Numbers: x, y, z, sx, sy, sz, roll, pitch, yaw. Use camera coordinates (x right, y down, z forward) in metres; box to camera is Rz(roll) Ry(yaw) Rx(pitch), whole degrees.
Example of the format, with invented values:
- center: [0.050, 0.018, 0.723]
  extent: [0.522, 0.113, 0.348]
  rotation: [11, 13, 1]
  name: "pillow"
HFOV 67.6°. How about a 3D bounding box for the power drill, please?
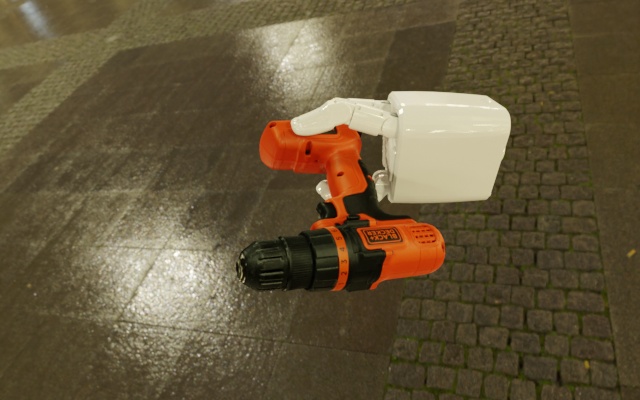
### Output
- center: [0.000, 0.001, 0.443]
  extent: [0.184, 0.187, 0.057]
  rotation: [-2, -44, -24]
  name: "power drill"
